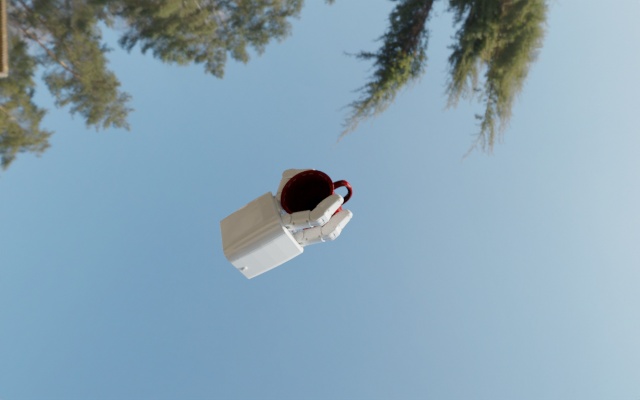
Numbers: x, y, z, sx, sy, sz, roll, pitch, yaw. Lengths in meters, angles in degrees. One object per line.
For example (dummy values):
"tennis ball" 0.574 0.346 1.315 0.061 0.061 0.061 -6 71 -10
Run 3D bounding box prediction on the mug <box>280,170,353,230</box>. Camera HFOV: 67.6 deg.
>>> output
"mug" 0.001 0.002 0.814 0.117 0.093 0.081 -28 -37 3
